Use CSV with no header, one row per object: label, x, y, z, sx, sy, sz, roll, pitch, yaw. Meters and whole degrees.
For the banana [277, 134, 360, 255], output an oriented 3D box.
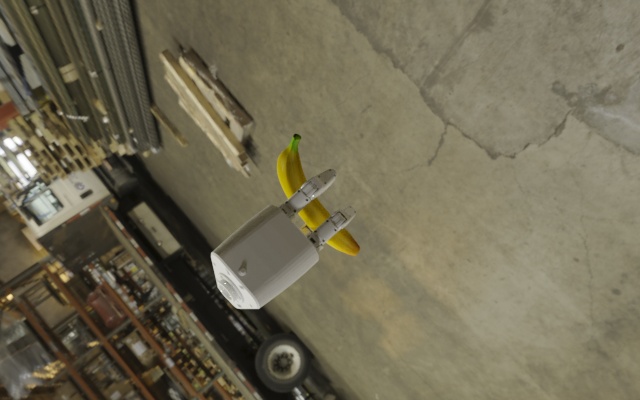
banana,-0.012,0.002,0.701,0.037,0.198,0.069,-38,15,-34
